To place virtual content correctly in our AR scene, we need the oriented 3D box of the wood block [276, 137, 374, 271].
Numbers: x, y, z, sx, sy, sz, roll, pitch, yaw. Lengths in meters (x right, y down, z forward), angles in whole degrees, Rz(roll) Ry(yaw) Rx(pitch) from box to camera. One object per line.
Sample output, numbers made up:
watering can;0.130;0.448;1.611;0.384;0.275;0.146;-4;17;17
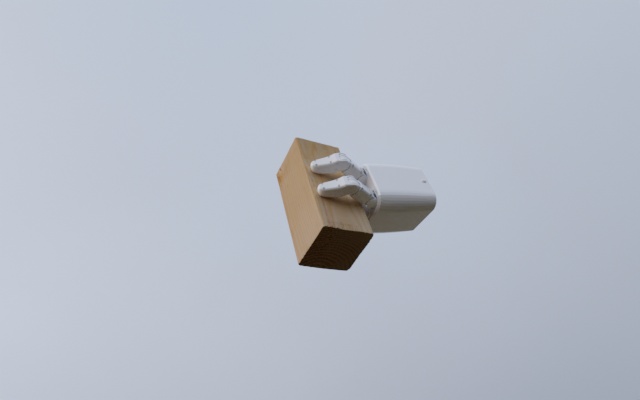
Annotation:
wood block;0.000;0.003;0.775;0.090;0.091;0.206;10;39;-26
